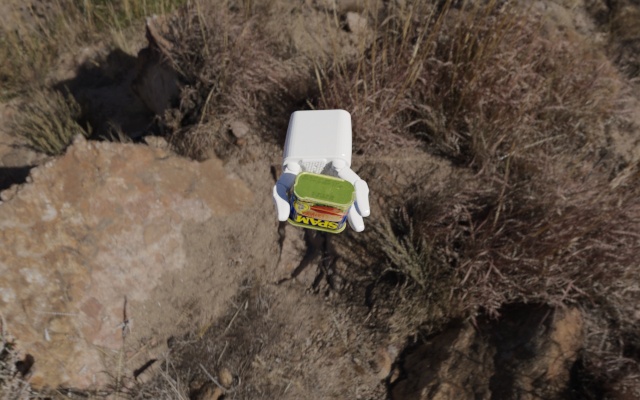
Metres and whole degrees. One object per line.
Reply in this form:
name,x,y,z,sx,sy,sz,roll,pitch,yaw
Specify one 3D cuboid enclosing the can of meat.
can of meat,0.000,0.002,0.765,0.102,0.057,0.084,11,-32,-4
